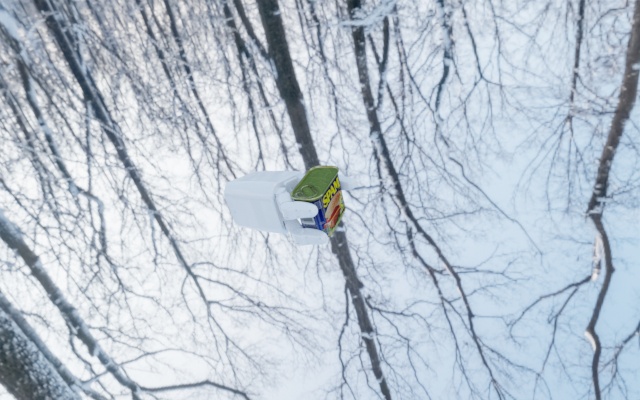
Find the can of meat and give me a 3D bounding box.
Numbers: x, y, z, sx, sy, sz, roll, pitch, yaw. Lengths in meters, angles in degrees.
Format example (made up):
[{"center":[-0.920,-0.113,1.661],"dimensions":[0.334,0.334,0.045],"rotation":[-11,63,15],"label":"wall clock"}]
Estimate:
[{"center":[0.000,0.003,0.801],"dimensions":[0.057,0.084,0.102],"rotation":[3,36,26],"label":"can of meat"}]
